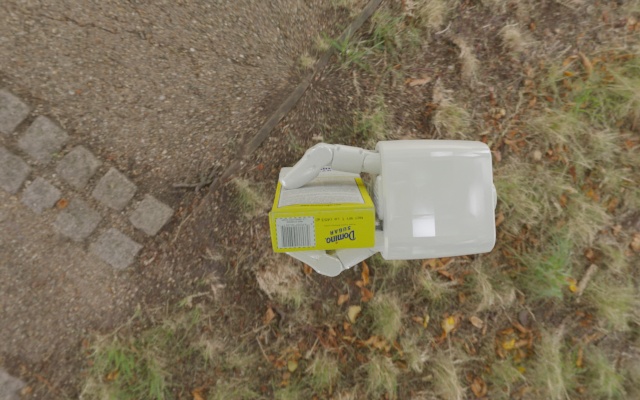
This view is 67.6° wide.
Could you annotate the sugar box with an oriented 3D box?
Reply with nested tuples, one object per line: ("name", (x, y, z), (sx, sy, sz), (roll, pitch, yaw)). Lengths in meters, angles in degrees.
("sugar box", (0.000, 0.002, 0.499), (0.093, 0.048, 0.176), (-2, 14, 0))
